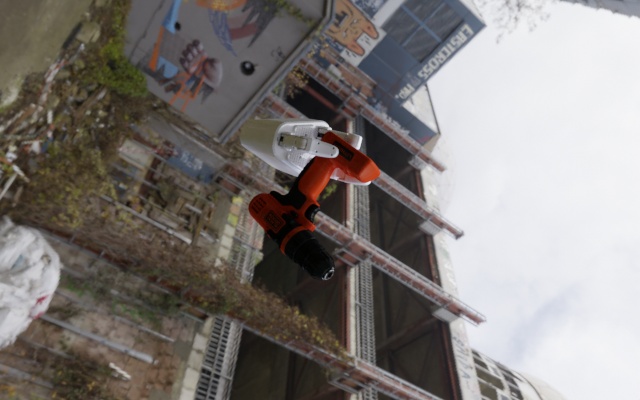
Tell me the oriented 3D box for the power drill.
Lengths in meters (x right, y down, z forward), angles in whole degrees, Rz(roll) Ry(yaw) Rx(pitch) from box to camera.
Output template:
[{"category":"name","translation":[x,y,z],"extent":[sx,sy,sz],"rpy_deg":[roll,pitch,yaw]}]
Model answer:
[{"category":"power drill","translation":[0.000,0.002,0.713],"extent":[0.184,0.187,0.057],"rpy_deg":[41,-2,31]}]
